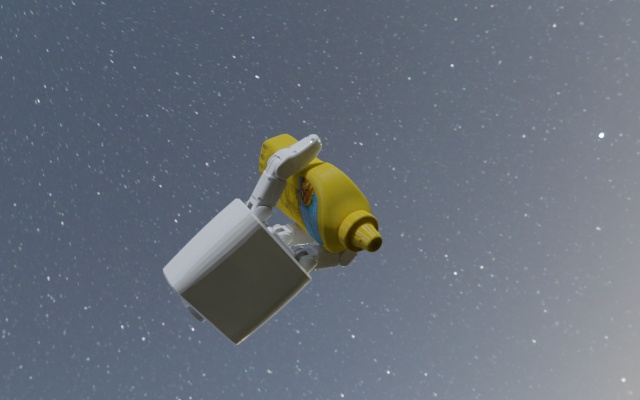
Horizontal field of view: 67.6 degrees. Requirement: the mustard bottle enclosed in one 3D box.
[{"bbox_3d":[0.000,0.001,0.514,0.058,0.096,0.191,-22,36,-24],"label":"mustard bottle"}]
